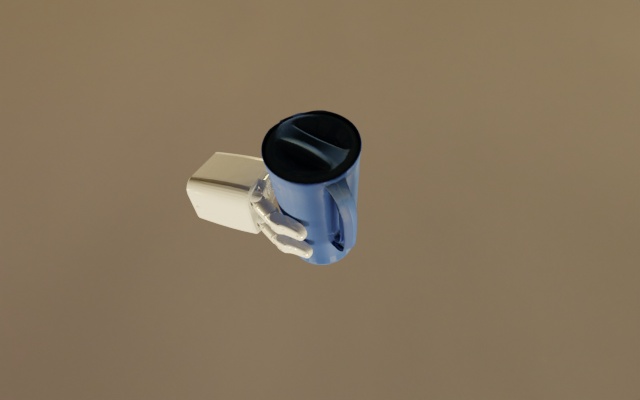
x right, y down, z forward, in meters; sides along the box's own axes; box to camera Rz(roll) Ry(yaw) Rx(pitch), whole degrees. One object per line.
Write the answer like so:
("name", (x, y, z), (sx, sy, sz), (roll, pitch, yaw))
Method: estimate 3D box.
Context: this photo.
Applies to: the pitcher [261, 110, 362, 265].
("pitcher", (0.000, 0.002, 0.712), (0.145, 0.149, 0.243), (11, -35, 13))
